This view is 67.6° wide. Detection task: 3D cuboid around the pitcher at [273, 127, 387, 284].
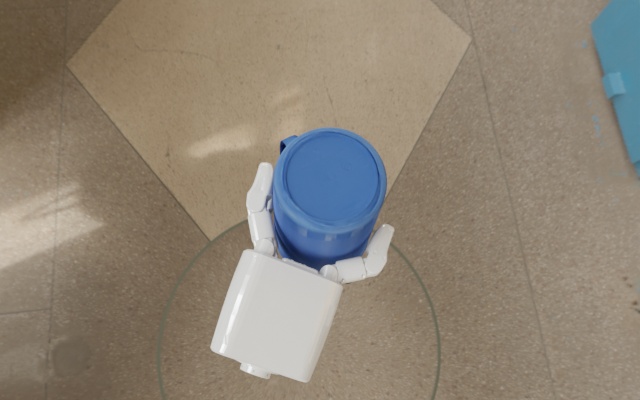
[{"bbox_3d":[0.000,0.002,0.558,0.149,0.145,0.243,19,-16,3],"label":"pitcher"}]
